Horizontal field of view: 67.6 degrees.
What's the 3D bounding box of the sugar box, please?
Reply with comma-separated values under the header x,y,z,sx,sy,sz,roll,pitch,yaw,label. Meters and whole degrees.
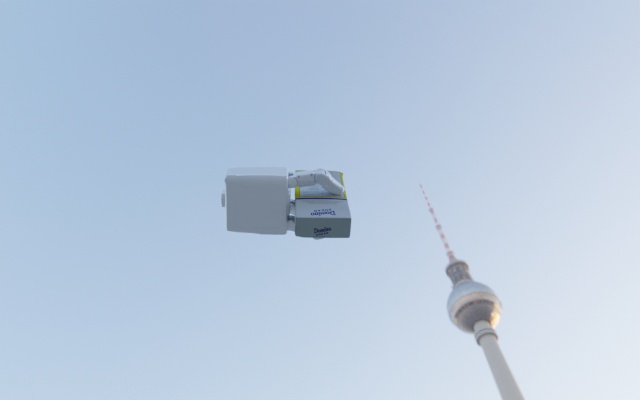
x,y,z,sx,sy,sz,roll,pitch,yaw,label
0.000,0.003,0.846,0.093,0.048,0.176,1,31,-3,sugar box
